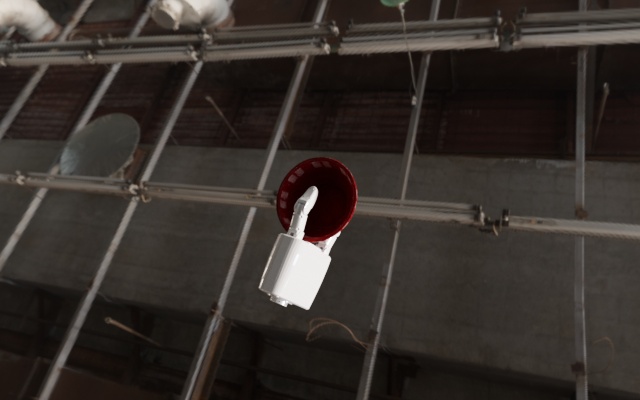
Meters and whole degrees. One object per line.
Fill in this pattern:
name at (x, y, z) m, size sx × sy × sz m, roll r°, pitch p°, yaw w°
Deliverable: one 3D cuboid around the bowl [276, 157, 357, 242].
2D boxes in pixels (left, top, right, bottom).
bowl at (0.001, 0.002, 0.895) m, size 0.162 × 0.162 × 0.055 m, roll 0°, pitch -14°, yaw 24°
